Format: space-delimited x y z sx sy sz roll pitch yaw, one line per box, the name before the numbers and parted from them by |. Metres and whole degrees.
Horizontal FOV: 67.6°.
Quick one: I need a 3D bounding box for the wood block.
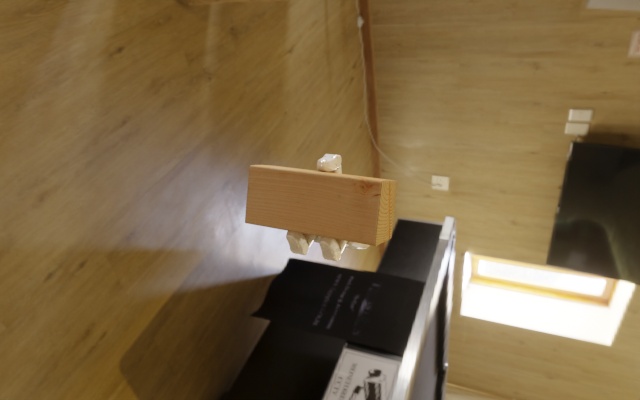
wood block | 0.000 0.002 0.715 0.206 0.091 0.090 8 6 22
